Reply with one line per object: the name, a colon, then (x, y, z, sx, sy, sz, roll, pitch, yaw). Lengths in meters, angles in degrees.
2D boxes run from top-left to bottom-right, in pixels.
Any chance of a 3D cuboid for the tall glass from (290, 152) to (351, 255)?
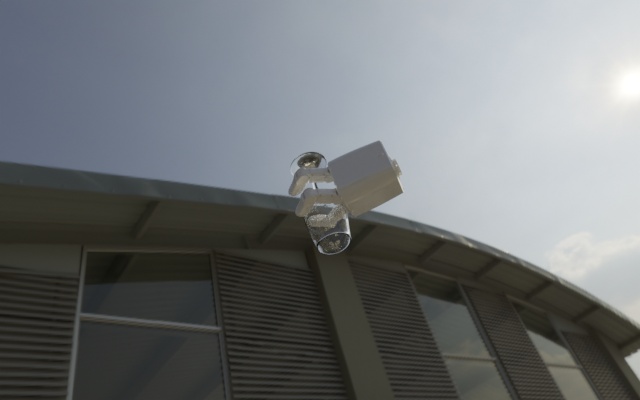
tall glass: (0.000, 0.002, 0.887, 0.079, 0.201, 0.079, -10, -40, -9)
